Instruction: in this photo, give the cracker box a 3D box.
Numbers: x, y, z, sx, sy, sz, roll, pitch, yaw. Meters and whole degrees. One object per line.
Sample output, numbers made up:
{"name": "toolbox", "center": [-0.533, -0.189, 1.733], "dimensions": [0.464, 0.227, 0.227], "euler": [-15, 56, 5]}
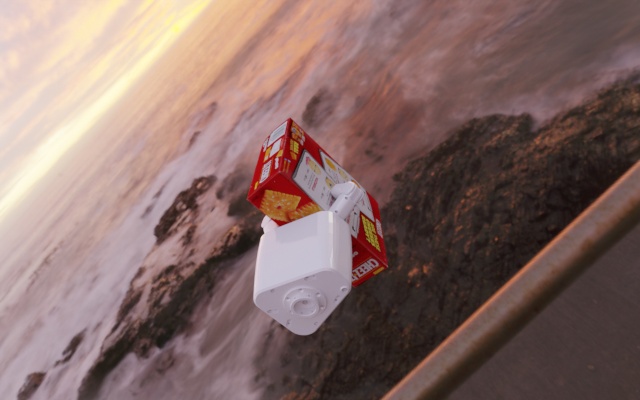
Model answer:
{"name": "cracker box", "center": [0.000, 0.002, 0.701], "dimensions": [0.072, 0.214, 0.164], "euler": [-37, 26, 23]}
